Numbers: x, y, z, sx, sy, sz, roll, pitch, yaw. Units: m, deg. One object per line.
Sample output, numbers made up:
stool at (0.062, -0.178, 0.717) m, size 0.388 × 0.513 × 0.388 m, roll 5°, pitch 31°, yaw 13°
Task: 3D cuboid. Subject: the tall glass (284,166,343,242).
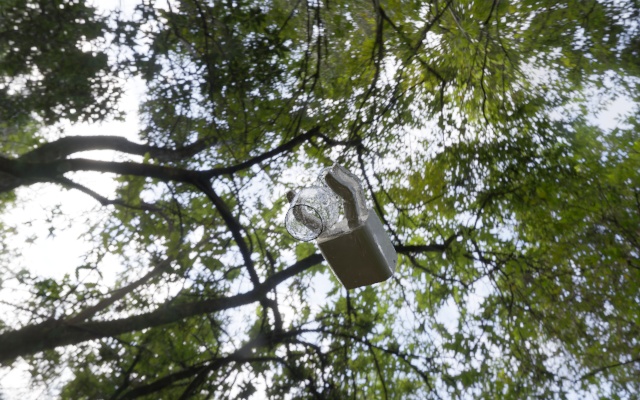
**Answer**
tall glass at (0.000, 0.002, 0.814) m, size 0.079 × 0.079 × 0.201 m, roll 0°, pitch 19°, yaw 17°
